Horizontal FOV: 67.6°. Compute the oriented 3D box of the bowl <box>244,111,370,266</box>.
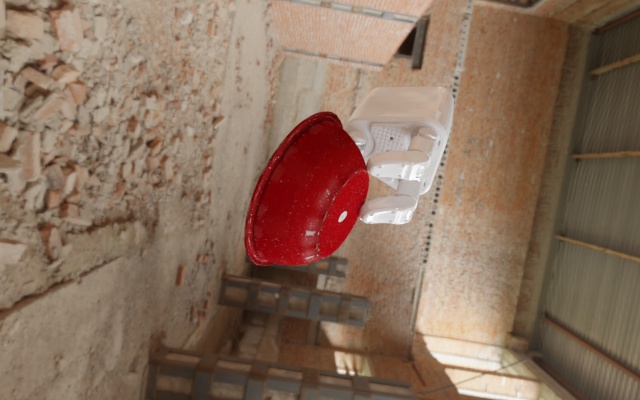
[{"bbox_3d":[0.000,0.003,0.449,0.055,0.162,0.162,28,11,21],"label":"bowl"}]
